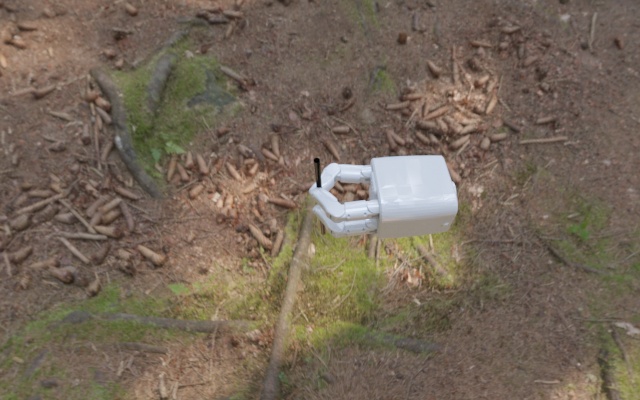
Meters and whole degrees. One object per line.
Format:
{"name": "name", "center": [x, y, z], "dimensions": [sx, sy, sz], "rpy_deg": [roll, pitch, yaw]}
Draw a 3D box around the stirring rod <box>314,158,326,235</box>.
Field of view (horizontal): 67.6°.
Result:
{"name": "stirring rod", "center": [0.000, 0.002, 0.710], "dimensions": [0.011, 0.011, 0.240], "rpy_deg": [0, -26, 3]}
